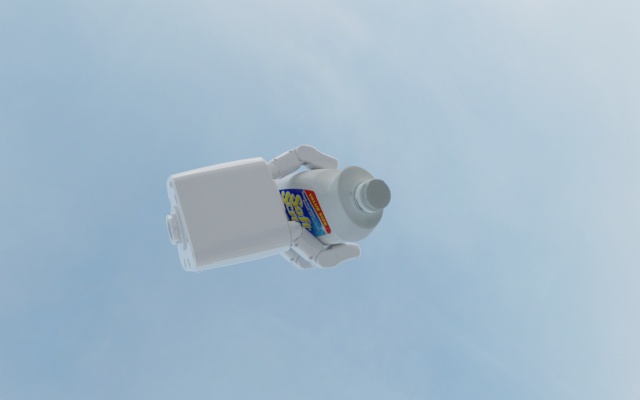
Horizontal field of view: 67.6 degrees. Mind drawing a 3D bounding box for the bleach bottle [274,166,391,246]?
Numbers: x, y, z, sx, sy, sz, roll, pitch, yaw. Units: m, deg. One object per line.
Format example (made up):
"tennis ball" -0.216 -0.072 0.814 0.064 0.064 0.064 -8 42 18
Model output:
"bleach bottle" 0.000 0.002 0.559 0.068 0.102 0.251 -15 -1 -26
